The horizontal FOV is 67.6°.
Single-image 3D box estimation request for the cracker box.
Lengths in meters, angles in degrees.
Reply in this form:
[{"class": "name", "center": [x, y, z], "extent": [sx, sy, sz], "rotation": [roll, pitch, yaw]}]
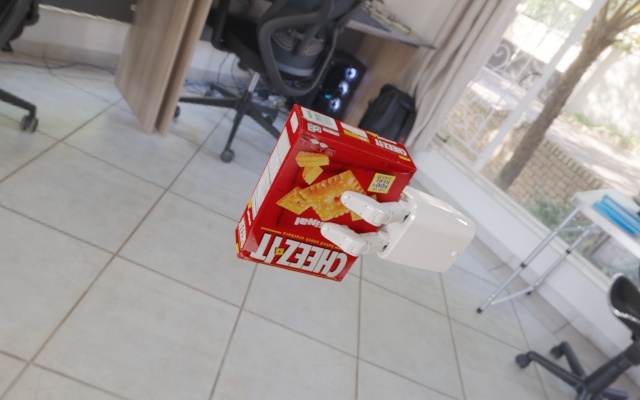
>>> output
[{"class": "cracker box", "center": [0.000, 0.002, 0.636], "extent": [0.164, 0.214, 0.072], "rotation": [17, 32, -21]}]
